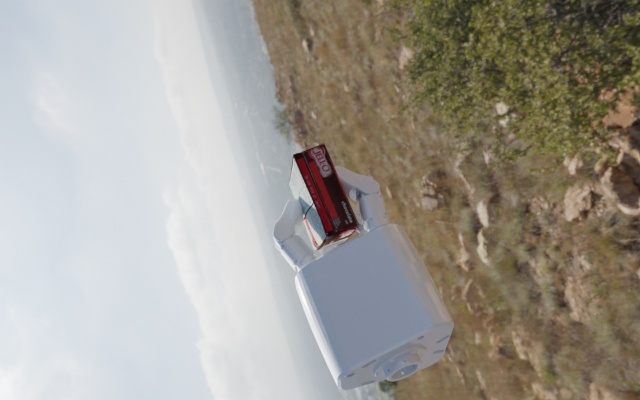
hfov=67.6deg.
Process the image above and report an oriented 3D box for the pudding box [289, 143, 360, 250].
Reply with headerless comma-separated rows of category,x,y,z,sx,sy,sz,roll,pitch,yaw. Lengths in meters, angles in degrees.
pudding box,0.000,0.002,0.505,0.039,0.090,0.113,-20,-10,-12
